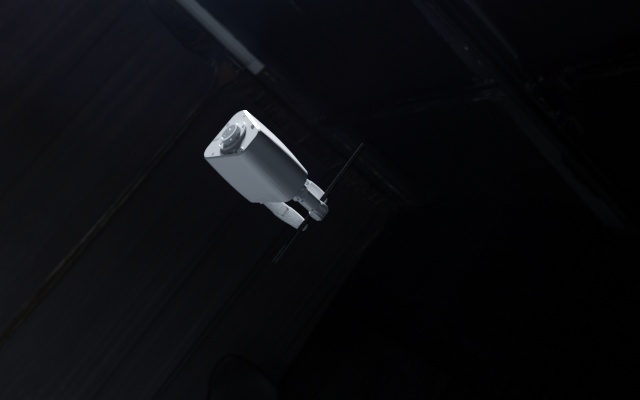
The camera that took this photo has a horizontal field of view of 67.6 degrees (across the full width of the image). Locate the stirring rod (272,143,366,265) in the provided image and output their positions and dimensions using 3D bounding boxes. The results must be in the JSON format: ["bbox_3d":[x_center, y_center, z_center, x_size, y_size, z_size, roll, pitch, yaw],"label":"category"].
[{"bbox_3d":[0.000,0.003,0.761,0.011,0.239,0.011,36,-11,8],"label":"stirring rod"}]
